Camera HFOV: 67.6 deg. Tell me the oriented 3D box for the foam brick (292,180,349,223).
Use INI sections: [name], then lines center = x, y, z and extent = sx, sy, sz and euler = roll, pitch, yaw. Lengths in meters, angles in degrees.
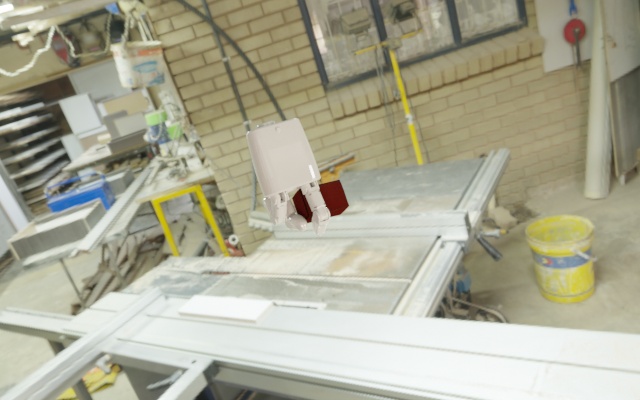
[foam brick]
center = 0.000, 0.003, 0.818
extent = 0.078, 0.051, 0.053
euler = -14, -14, -22
